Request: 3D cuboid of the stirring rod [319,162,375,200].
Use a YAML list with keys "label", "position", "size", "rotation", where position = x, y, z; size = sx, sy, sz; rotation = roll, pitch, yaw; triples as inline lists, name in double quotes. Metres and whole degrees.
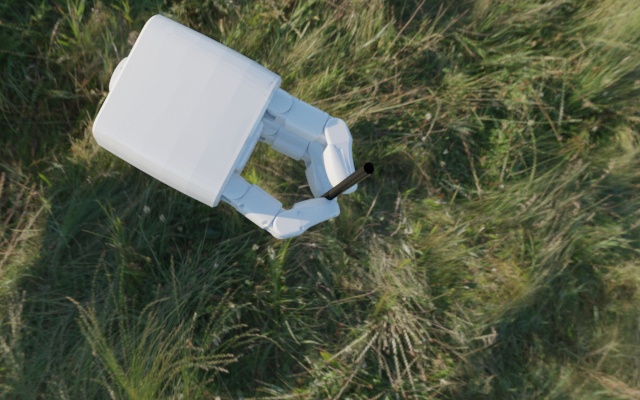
- label: "stirring rod"
  position: [0.000, 0.001, 0.424]
  size: [0.011, 0.011, 0.239]
  rotation: [0, -11, -16]
